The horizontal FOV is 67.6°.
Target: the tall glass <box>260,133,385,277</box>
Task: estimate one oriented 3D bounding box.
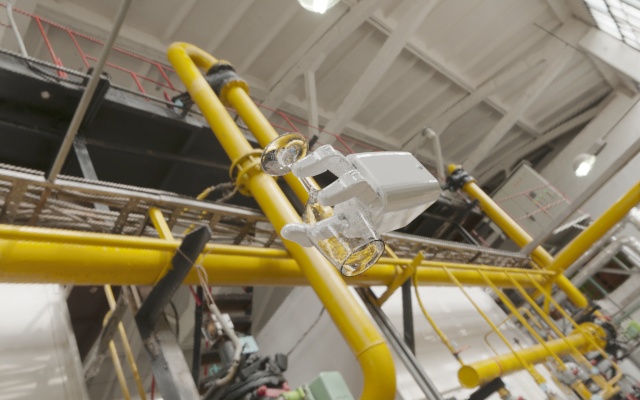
[{"bbox_3d":[0.000,0.002,0.605,0.079,0.079,0.201,0,41,-41],"label":"tall glass"}]
